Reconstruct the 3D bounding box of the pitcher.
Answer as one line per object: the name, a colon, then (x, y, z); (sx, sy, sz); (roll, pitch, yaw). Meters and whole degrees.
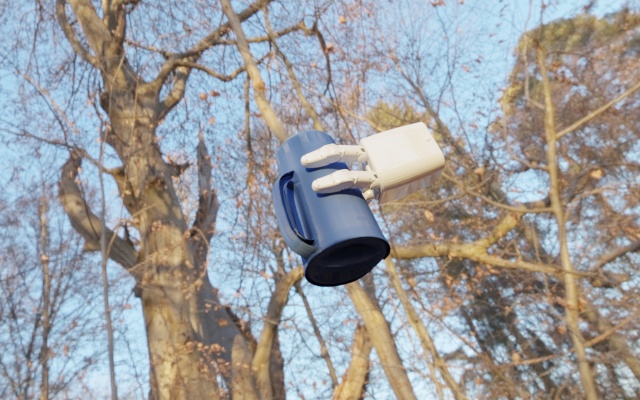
pitcher: (0.000, 0.002, 0.756); (0.145, 0.242, 0.149); (-18, -35, -4)
